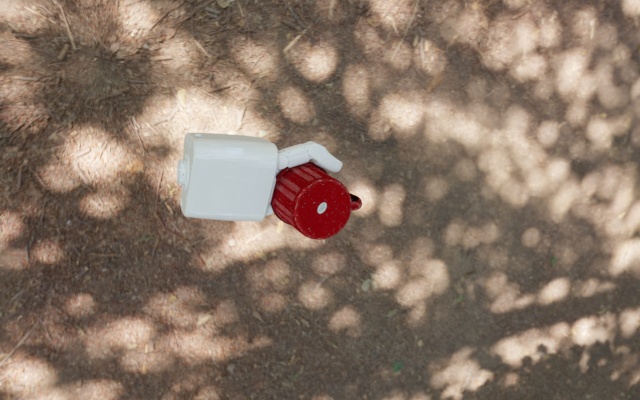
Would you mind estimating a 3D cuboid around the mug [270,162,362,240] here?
[{"bbox_3d":[0.001,0.002,0.630,0.117,0.093,0.081,3,14,-24],"label":"mug"}]
